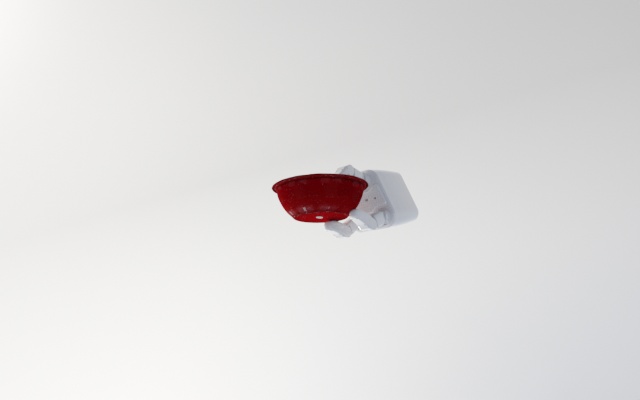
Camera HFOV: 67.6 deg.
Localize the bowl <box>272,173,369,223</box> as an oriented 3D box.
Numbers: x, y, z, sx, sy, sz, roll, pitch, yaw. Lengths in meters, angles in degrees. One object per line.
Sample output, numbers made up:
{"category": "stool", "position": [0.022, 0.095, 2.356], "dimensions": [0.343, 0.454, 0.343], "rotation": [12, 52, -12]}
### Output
{"category": "bowl", "position": [-0.001, 0.003, 0.793], "dimensions": [0.162, 0.055, 0.162], "rotation": [-2, -14, 0]}
